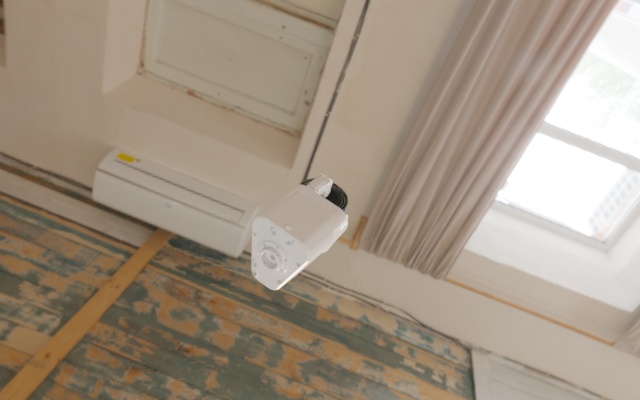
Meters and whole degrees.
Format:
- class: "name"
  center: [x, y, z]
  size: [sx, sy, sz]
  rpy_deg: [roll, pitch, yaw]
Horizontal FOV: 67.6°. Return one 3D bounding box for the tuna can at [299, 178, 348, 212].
- class: "tuna can"
  center: [0.000, 0.003, 0.787]
  size: [0.086, 0.034, 0.086]
  rpy_deg: [12, 38, -10]
